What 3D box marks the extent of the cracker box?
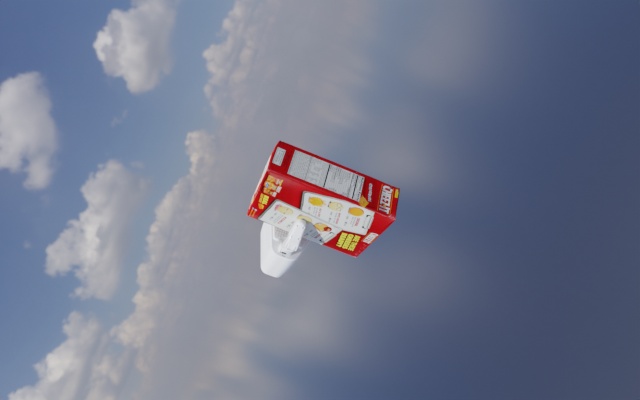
[{"bbox_3d":[0.000,0.003,0.798,0.214,0.072,0.164,21,-32,-9],"label":"cracker box"}]
